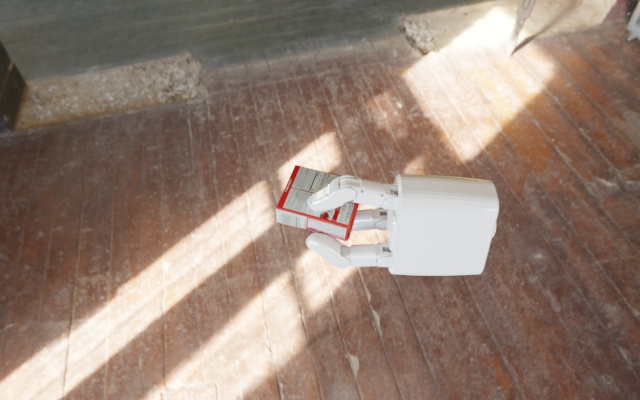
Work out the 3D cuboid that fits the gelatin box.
[{"bbox_3d":[0.000,0.001,0.558,0.089,0.073,0.030,15,-39,6],"label":"gelatin box"}]
